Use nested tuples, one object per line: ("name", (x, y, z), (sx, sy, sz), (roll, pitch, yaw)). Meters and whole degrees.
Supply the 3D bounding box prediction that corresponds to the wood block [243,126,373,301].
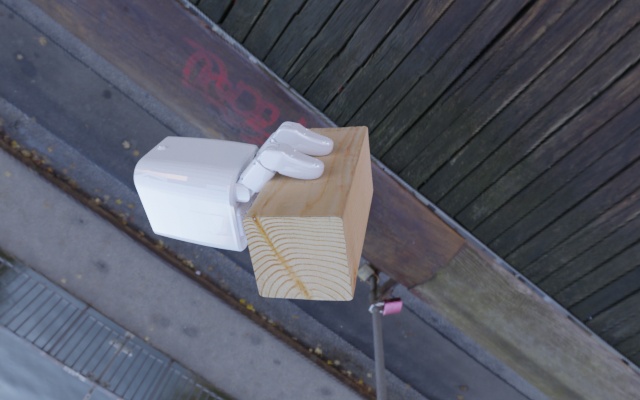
("wood block", (0.000, 0.002, 0.503), (0.090, 0.091, 0.206), (0, 30, 13))
